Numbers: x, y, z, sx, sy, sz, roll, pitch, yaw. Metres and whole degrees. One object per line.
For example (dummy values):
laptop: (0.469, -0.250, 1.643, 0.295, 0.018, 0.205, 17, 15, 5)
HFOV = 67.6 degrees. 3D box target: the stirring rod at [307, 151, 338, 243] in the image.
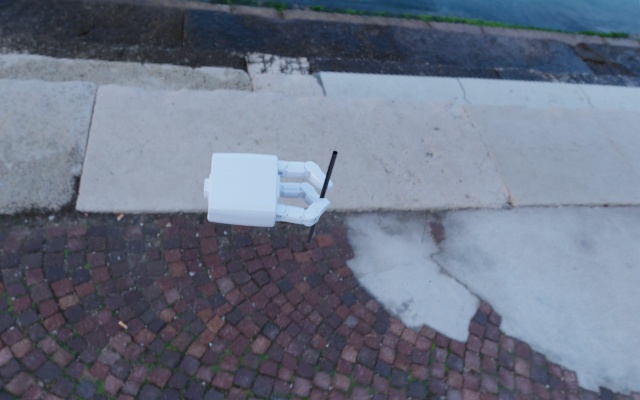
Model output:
stirring rod: (0.000, 0.003, 0.806, 0.011, 0.011, 0.240, 0, -38, -13)
